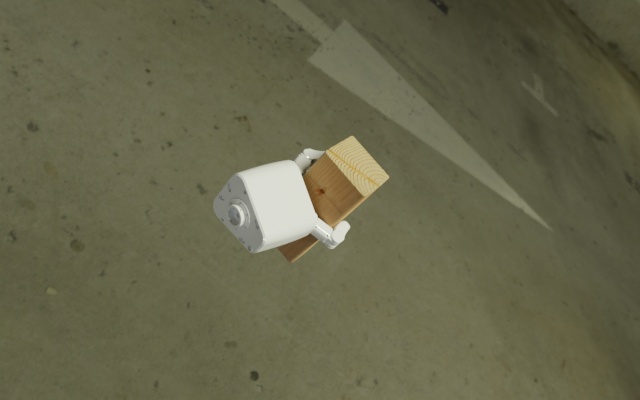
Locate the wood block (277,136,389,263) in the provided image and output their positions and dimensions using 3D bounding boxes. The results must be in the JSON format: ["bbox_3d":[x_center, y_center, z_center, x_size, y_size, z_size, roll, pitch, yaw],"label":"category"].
[{"bbox_3d":[0.000,0.003,0.779,0.206,0.091,0.090,-44,-5,39],"label":"wood block"}]
